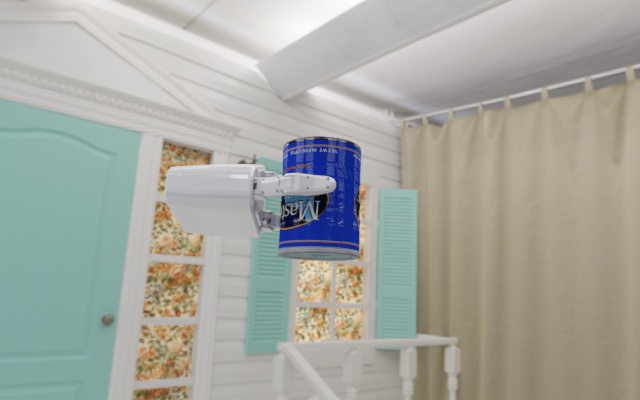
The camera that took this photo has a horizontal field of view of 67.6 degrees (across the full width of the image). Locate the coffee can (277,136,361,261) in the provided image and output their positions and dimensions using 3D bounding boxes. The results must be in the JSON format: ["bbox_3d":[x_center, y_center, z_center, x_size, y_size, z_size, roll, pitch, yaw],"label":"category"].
[{"bbox_3d":[0.000,0.002,0.606,0.103,0.140,0.103,2,-12,0],"label":"coffee can"}]
